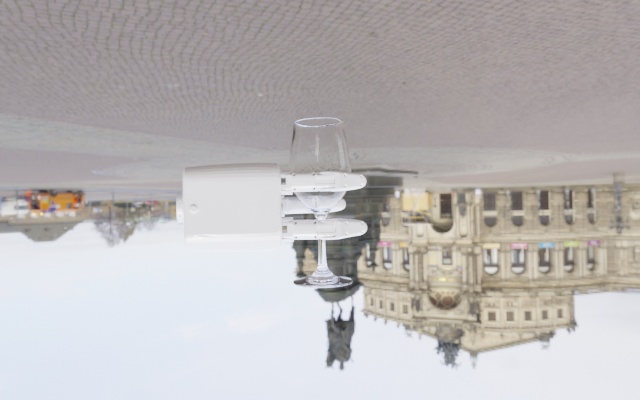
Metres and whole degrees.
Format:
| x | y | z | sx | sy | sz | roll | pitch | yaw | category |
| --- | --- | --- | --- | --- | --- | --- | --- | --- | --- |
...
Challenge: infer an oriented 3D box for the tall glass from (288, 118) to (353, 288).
| x | y | z | sx | sy | sz | roll | pitch | yaw | category |
| --- | --- | --- | --- | --- | --- | --- | --- | --- | --- |
| 0.000 | 0.003 | 0.592 | 0.079 | 0.201 | 0.079 | -1 | 0 | 0 | tall glass |
